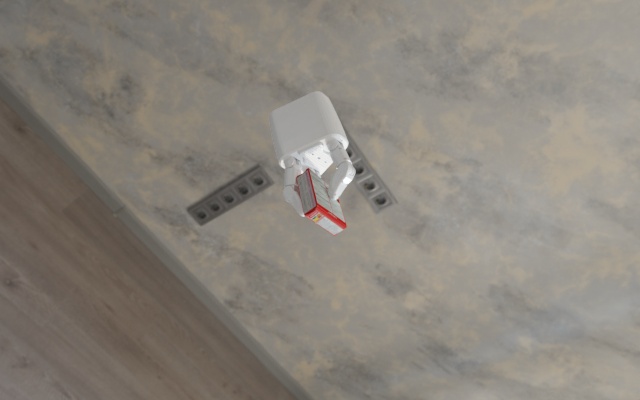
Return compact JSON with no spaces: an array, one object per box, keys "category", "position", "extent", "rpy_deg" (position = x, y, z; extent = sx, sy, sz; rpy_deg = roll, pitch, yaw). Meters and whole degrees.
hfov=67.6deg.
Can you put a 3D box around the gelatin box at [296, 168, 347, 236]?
[{"category":"gelatin box","position":[0.001,0.002,0.744],"extent":[0.030,0.089,0.073],"rpy_deg":[-36,-48,20]}]
